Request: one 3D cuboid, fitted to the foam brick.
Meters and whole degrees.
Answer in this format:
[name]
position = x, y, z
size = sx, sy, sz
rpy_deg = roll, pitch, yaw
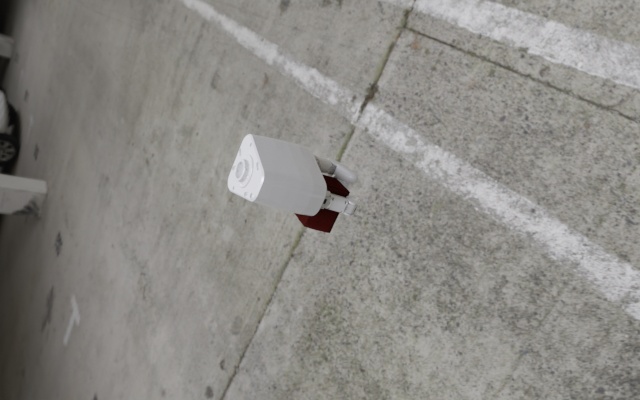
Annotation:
[foam brick]
position = 0.000, 0.003, 0.756
size = 0.051, 0.078, 0.053
rpy_deg = 13, 21, -32
